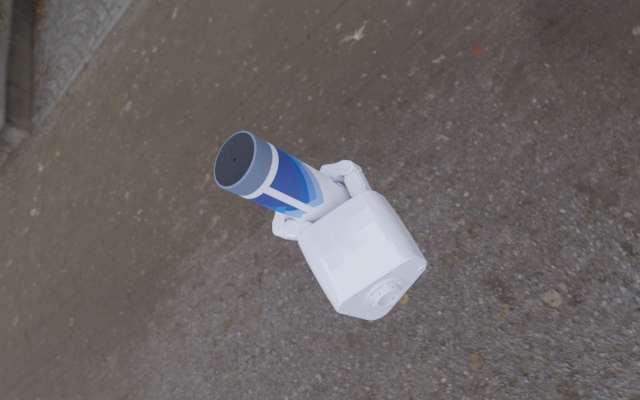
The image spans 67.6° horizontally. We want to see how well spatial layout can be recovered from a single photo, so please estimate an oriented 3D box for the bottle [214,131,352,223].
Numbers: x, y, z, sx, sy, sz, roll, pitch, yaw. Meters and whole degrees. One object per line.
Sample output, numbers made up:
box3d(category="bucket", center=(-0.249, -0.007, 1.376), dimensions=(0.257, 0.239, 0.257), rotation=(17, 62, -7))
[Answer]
box3d(category="bottle", center=(0.000, 0.002, 0.612), dimensions=(0.069, 0.069, 0.296), rotation=(0, -18, 41))
